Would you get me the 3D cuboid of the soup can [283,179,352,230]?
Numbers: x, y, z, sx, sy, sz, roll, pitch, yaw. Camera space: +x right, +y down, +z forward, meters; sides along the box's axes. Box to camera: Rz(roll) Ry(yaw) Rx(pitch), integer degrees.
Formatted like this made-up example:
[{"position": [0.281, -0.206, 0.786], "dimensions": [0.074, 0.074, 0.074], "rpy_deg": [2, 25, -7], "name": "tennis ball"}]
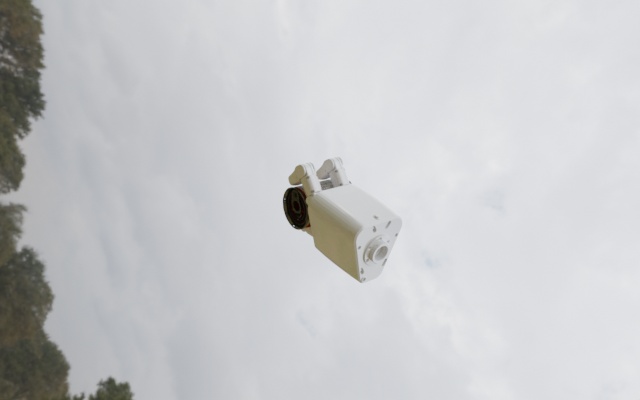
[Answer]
[{"position": [0.000, 0.002, 0.767], "dimensions": [0.102, 0.068, 0.068], "rpy_deg": [-14, 8, -35], "name": "soup can"}]
